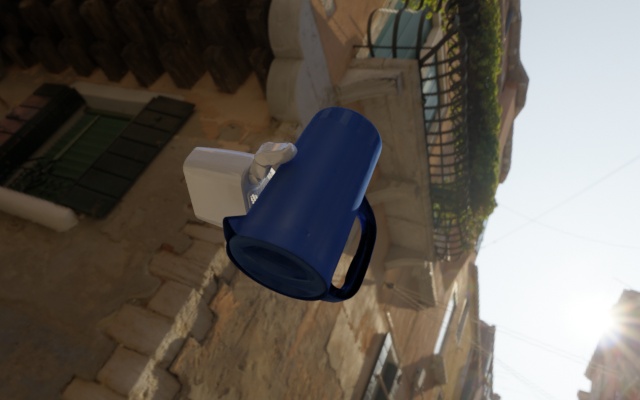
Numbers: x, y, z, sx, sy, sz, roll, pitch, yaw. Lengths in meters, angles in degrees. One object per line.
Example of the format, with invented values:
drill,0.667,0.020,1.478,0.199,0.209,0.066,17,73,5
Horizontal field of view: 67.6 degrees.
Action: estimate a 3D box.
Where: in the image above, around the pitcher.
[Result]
pitcher,0.000,0.002,0.618,0.145,0.242,0.149,11,-35,25
